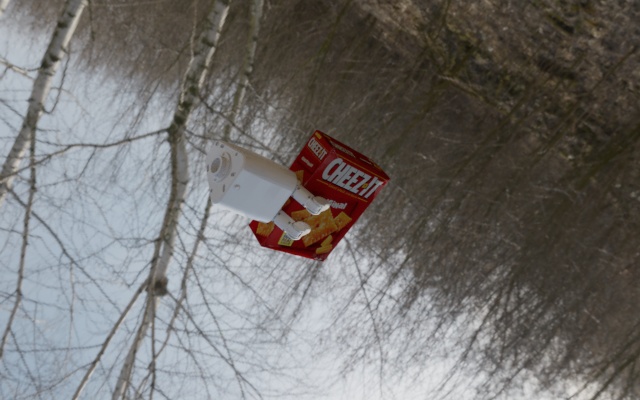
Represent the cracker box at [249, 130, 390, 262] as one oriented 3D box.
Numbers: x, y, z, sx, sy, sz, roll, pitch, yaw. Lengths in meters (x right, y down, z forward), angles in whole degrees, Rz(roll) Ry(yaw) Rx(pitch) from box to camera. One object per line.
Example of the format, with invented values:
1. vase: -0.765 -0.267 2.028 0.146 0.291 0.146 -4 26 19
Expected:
1. cracker box: 0.000 0.003 0.857 0.164 0.214 0.072 22 22 -44
